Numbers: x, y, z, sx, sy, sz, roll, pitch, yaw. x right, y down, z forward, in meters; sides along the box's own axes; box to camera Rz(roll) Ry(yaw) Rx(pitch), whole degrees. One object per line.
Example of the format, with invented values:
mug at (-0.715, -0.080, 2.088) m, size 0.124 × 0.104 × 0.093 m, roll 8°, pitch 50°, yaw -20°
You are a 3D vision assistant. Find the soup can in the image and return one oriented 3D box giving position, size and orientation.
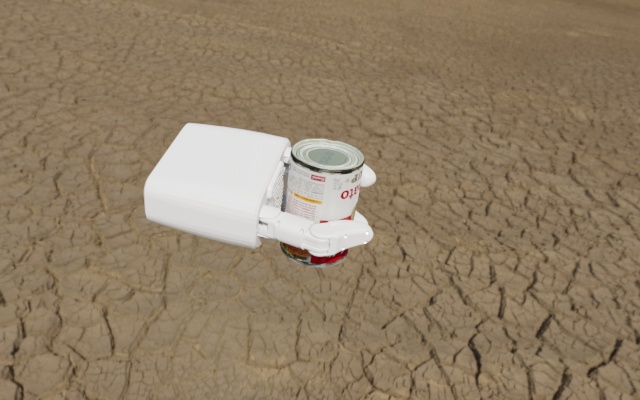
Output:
soup can at (0.001, 0.001, 0.446) m, size 0.068 × 0.102 × 0.068 m, roll 6°, pitch 30°, yaw -4°
